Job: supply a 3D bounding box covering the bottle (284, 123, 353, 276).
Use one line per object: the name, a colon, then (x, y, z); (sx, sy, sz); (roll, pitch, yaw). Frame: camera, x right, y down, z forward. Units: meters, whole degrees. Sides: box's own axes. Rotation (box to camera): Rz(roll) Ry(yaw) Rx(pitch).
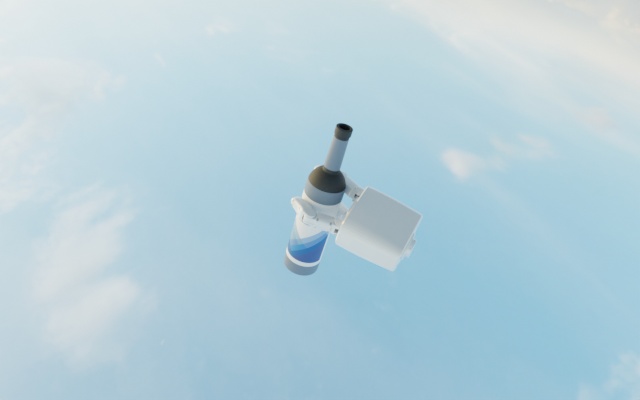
bottle: (0.000, 0.003, 0.818); (0.069, 0.296, 0.069); (12, 35, -9)
